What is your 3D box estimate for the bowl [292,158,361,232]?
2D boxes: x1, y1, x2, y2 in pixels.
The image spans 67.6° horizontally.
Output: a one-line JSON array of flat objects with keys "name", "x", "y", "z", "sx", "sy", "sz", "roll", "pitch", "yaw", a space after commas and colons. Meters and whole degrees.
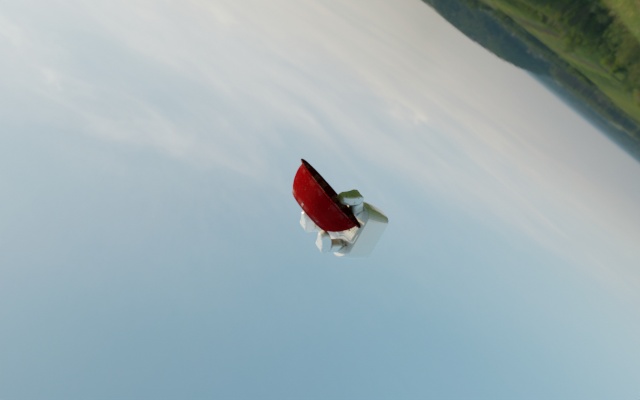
[{"name": "bowl", "x": -0.001, "y": 0.002, "z": 0.850, "sx": 0.055, "sy": 0.162, "sz": 0.162, "roll": -40, "pitch": -5, "yaw": 6}]
